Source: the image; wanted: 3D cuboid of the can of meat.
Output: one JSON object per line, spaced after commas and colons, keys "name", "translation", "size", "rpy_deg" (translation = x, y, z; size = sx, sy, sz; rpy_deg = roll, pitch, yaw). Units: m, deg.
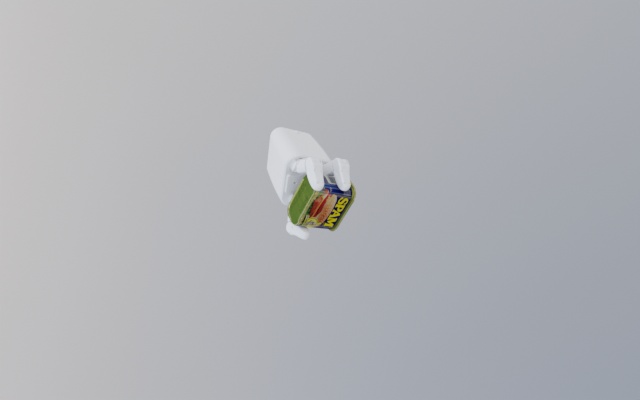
{"name": "can of meat", "translation": [0.000, 0.003, 0.841], "size": [0.084, 0.102, 0.057], "rpy_deg": [8, 37, -33]}
